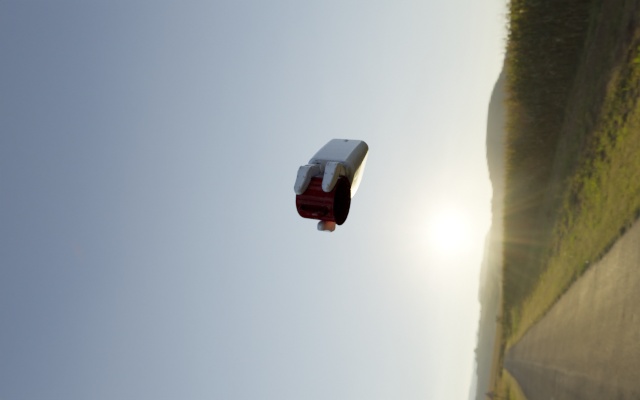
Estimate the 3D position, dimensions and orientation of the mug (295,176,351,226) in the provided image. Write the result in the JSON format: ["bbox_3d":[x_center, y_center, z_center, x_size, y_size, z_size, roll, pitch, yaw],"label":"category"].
[{"bbox_3d":[-0.001,0.004,0.893,0.081,0.093,0.117,6,31,23],"label":"mug"}]
